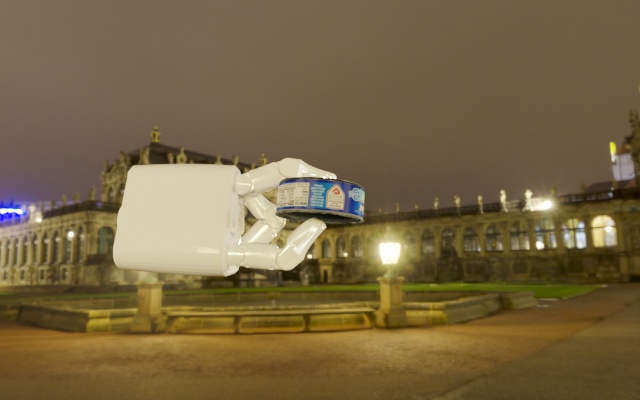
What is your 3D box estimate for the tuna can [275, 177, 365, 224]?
[{"bbox_3d":[0.000,0.001,0.464,0.086,0.033,0.086,5,-9,1],"label":"tuna can"}]
